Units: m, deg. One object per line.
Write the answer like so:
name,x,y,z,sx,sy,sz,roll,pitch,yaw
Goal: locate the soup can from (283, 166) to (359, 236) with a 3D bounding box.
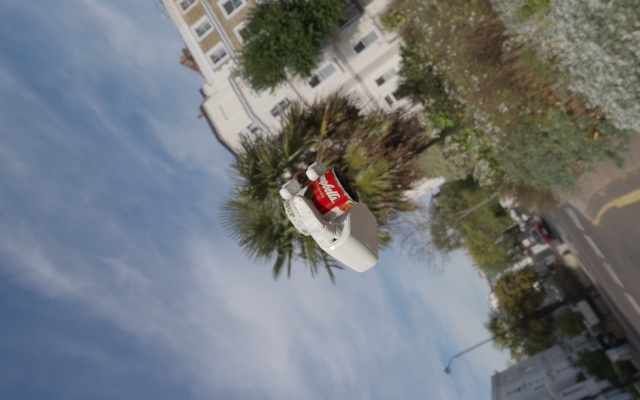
soup can,0.000,0.002,0.749,0.102,0.068,0.068,-34,-11,17
